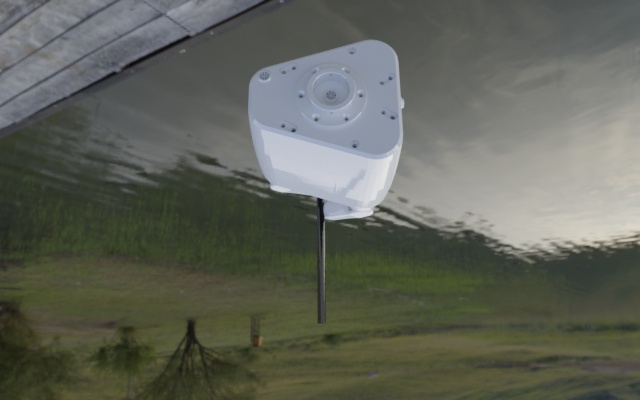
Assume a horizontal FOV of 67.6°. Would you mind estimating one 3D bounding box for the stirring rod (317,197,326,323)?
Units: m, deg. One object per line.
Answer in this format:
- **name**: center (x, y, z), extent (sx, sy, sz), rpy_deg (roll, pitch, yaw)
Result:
- **stirring rod**: center (0.000, 0.001, 0.488), extent (0.011, 0.239, 0.011), rpy_deg (-1, -17, 0)
